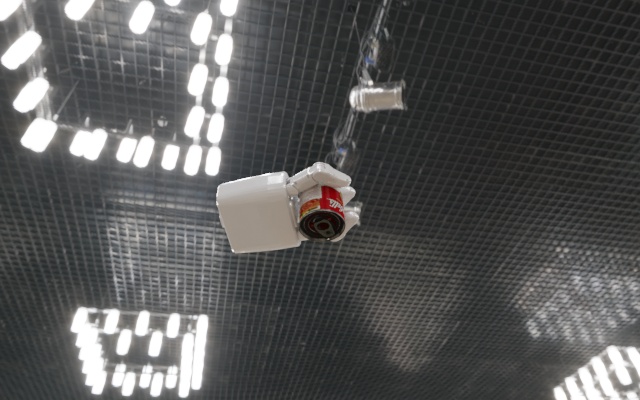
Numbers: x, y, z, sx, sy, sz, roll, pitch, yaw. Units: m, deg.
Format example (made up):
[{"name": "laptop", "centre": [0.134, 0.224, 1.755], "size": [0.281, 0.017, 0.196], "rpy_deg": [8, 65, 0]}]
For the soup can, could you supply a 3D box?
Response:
[{"name": "soup can", "centre": [0.001, 0.002, 0.718], "size": [0.068, 0.069, 0.102], "rpy_deg": [-2, 45, -2]}]
